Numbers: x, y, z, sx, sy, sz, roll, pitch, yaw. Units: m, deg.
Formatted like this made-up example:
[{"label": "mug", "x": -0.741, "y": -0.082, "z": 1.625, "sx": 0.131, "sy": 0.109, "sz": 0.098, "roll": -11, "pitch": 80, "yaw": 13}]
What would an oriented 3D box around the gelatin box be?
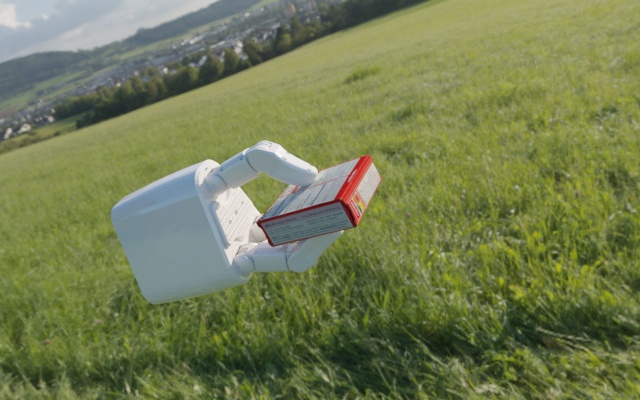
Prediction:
[{"label": "gelatin box", "x": 0.000, "y": 0.001, "z": 0.405, "sx": 0.089, "sy": 0.030, "sz": 0.073, "roll": -17, "pitch": 23, "yaw": 33}]
